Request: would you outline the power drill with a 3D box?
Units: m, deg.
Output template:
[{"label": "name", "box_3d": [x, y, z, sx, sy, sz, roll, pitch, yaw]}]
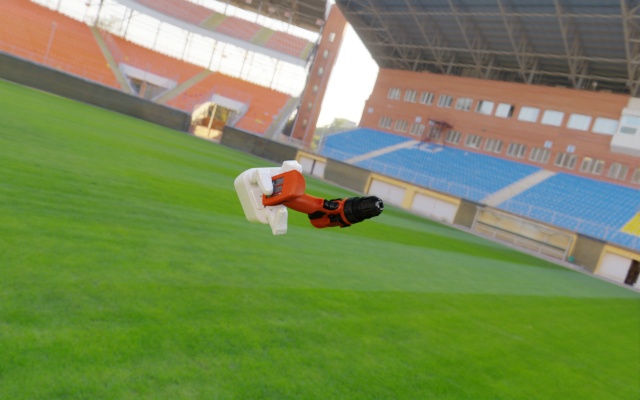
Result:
[{"label": "power drill", "box_3d": [0.000, 0.003, 0.897, 0.188, 0.057, 0.184, 25, -27, -37]}]
